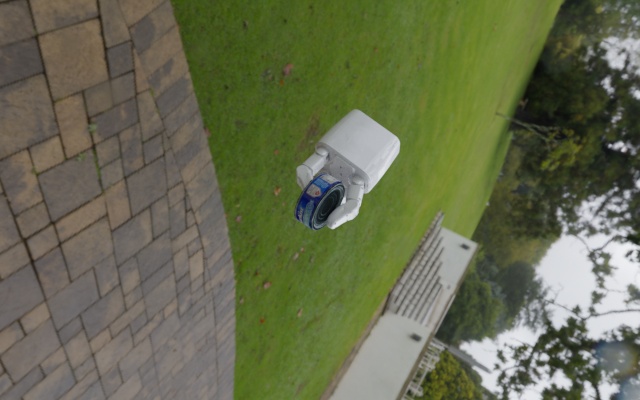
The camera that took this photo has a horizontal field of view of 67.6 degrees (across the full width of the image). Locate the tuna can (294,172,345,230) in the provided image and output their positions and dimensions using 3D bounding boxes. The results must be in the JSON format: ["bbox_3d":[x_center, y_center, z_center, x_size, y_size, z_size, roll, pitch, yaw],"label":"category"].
[{"bbox_3d":[0.001,0.003,0.726,0.033,0.086,0.086,33,13,22],"label":"tuna can"}]
